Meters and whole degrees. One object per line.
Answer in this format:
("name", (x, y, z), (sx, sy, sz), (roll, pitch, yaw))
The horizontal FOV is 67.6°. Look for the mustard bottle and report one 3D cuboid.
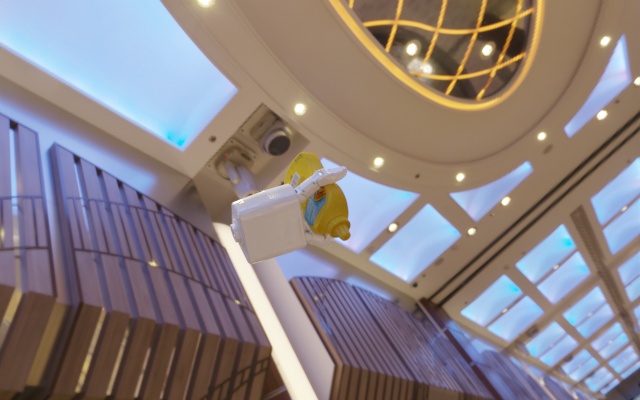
("mustard bottle", (0.000, 0.003, 0.855), (0.058, 0.096, 0.191), (3, 36, -36))
